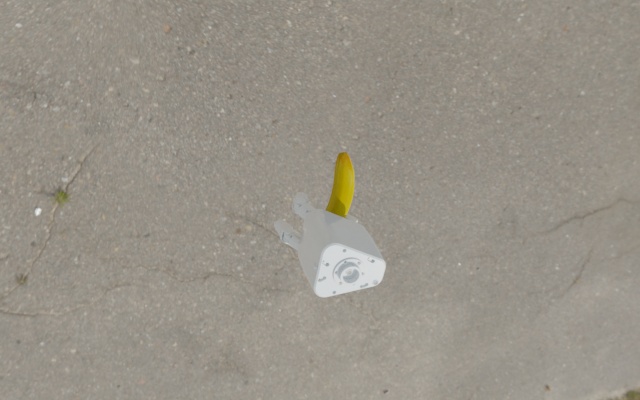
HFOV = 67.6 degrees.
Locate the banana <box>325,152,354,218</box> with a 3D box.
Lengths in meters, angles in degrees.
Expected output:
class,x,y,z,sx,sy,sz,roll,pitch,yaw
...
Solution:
class,x,y,z,sx,sy,sz,roll,pitch,yaw
banana,0.014,0.014,0.819,0.069,0.198,0.037,27,17,-17
